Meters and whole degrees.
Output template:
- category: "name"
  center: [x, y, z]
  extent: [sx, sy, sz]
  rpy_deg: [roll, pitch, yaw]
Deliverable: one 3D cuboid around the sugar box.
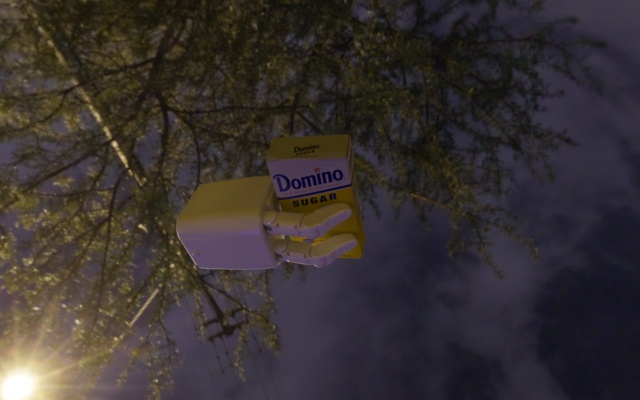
- category: "sugar box"
  center: [0.000, 0.002, 0.581]
  extent: [0.093, 0.048, 0.176]
  rpy_deg: [-2, -42, 12]
